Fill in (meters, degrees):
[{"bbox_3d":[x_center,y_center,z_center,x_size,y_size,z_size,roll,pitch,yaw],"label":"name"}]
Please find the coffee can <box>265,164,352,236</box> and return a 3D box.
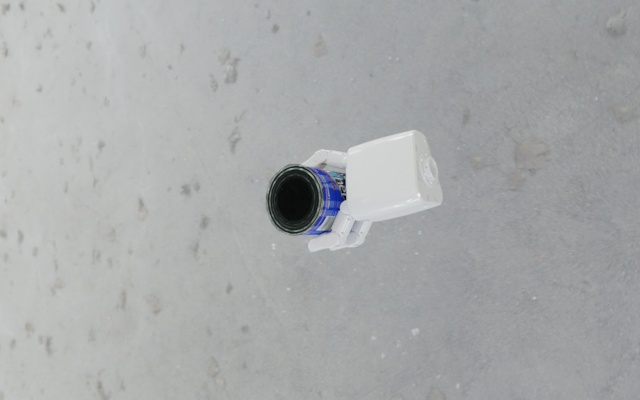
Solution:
[{"bbox_3d":[0.000,0.002,0.729,0.103,0.103,0.140,0,-3,34],"label":"coffee can"}]
